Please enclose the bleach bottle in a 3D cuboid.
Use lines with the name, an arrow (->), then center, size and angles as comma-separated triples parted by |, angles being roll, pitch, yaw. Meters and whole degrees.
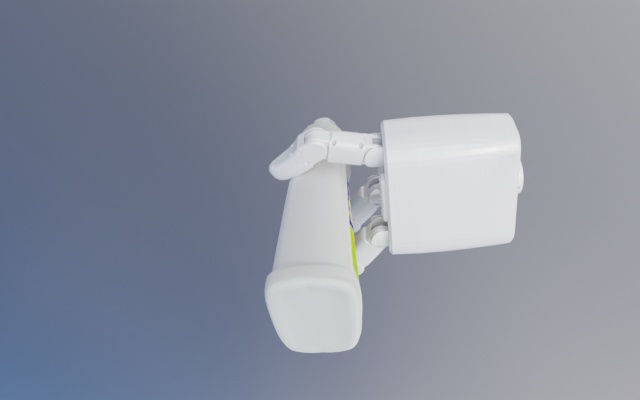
bleach bottle -> 0.000, 0.002, 0.434 | 0.068, 0.103, 0.250 | -3, 44, 5
